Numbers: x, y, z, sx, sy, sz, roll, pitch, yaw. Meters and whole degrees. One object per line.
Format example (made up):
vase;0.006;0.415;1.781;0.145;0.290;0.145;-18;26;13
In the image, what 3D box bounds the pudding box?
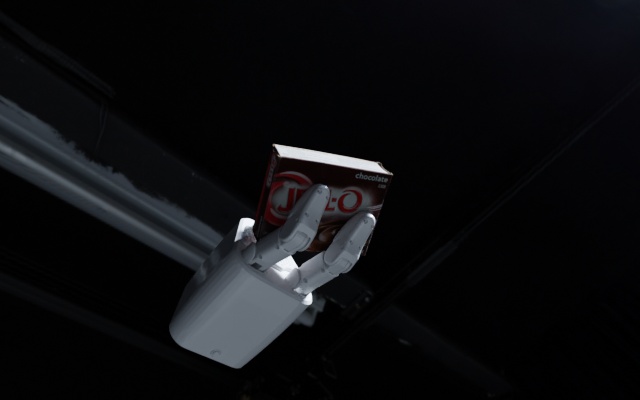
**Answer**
pudding box;0.000;0.001;0.450;0.113;0.090;0.039;6;26;-22
